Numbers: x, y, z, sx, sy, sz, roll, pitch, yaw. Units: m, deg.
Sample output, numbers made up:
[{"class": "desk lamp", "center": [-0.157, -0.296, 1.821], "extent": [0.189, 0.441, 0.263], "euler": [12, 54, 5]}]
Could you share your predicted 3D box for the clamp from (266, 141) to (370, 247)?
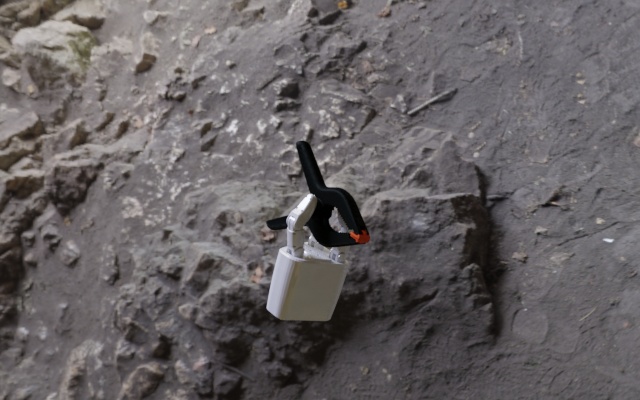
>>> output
[{"class": "clamp", "center": [0.000, 0.003, 0.758], "extent": [0.036, 0.164, 0.210], "euler": [5, 15, -46]}]
